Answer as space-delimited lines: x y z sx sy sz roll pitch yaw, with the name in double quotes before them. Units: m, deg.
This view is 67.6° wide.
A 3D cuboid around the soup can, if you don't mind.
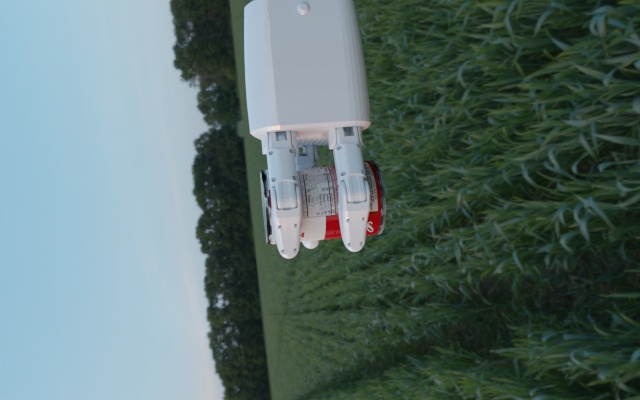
"soup can" 0.000 0.002 0.427 0.102 0.068 0.068 -5 1 -8
